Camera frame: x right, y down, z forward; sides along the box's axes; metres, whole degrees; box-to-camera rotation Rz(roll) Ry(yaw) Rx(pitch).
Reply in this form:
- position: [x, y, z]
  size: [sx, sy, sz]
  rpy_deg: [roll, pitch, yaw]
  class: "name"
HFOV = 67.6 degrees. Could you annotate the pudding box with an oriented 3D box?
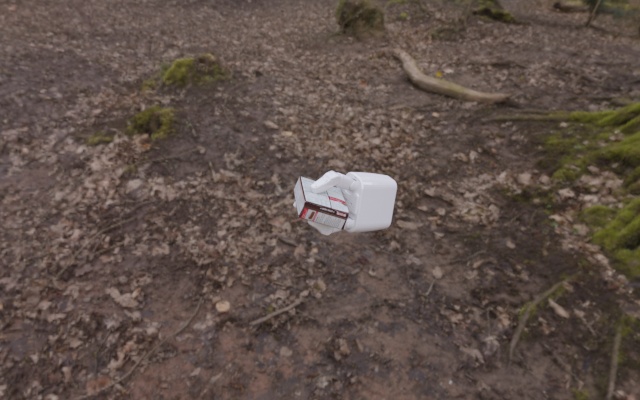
- position: [0.000, 0.003, 0.895]
  size: [0.090, 0.039, 0.113]
  rpy_deg: [16, 22, -15]
  class: "pudding box"
